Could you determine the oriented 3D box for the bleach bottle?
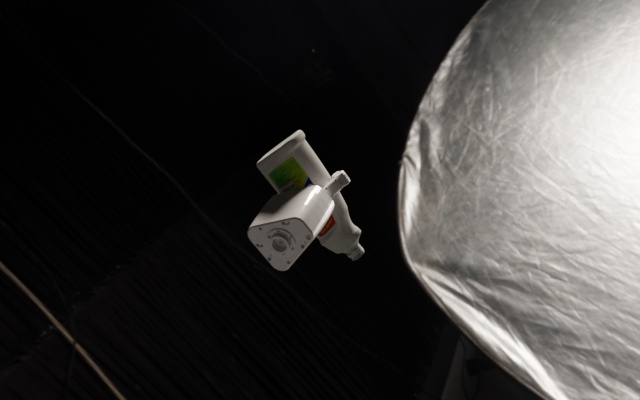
[{"bbox_3d":[0.000,0.003,0.860,0.102,0.251,0.068,-31,14,31],"label":"bleach bottle"}]
